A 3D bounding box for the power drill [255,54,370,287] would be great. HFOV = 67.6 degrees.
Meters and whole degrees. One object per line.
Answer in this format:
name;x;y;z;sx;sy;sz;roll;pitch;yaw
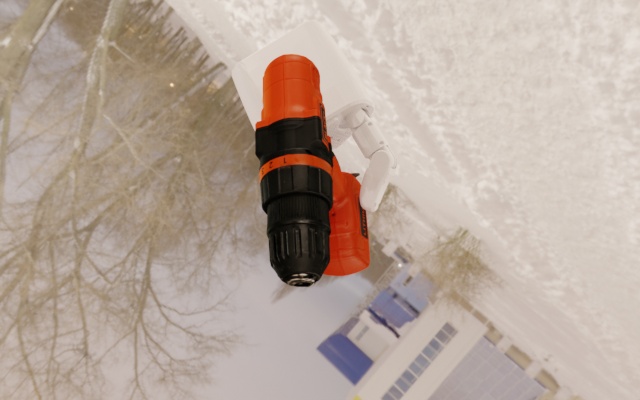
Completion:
power drill;0.000;0.001;0.403;0.057;0.184;0.188;-8;-27;11
